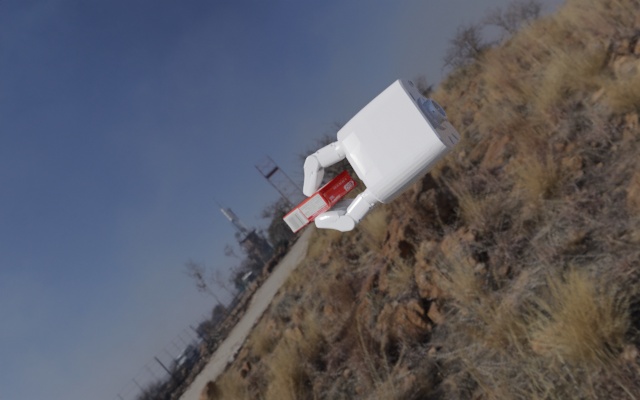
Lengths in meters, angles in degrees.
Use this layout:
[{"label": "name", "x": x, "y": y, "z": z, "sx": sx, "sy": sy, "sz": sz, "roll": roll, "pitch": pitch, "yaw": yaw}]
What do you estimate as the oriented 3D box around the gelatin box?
[{"label": "gelatin box", "x": 0.000, "y": 0.002, "z": 0.667, "sx": 0.089, "sy": 0.030, "sz": 0.073, "roll": -37, "pitch": 1, "yaw": 42}]
